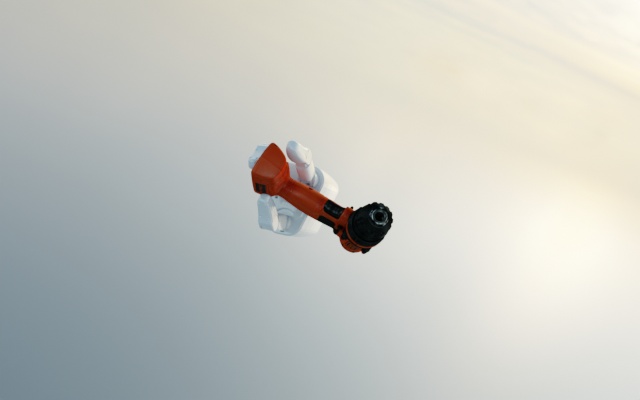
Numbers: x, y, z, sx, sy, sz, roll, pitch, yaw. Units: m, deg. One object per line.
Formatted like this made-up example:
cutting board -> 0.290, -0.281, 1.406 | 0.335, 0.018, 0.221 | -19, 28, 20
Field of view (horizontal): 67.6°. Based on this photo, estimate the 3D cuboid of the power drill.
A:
power drill -> 0.000, 0.002, 0.625 | 0.187, 0.057, 0.184 | 34, -15, 3
